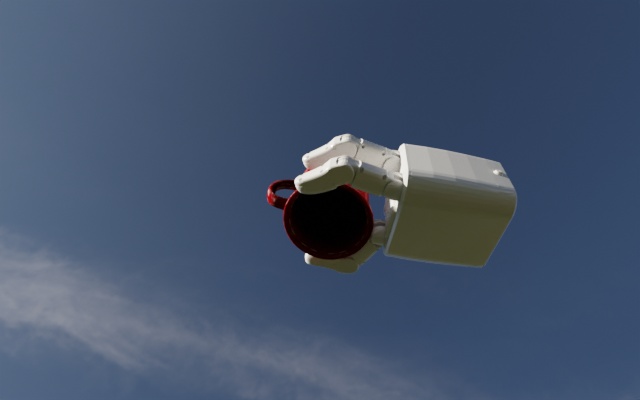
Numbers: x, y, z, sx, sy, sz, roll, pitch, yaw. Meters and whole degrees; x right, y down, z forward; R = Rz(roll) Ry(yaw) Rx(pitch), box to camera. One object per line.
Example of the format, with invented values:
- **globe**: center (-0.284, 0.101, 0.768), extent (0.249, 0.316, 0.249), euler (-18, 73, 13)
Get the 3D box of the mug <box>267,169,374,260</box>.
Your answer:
- **mug**: center (-0.001, 0.001, 0.522), extent (0.117, 0.093, 0.081), euler (11, 27, 1)
